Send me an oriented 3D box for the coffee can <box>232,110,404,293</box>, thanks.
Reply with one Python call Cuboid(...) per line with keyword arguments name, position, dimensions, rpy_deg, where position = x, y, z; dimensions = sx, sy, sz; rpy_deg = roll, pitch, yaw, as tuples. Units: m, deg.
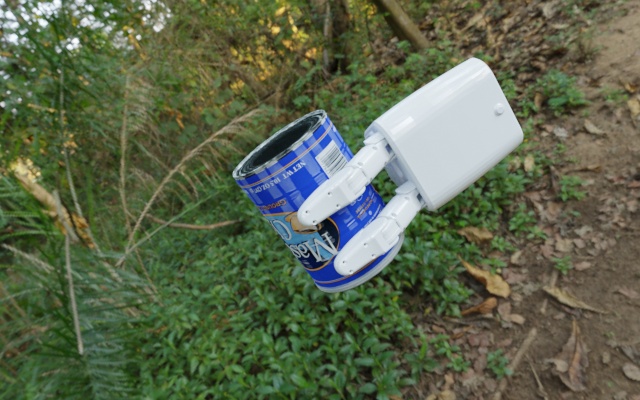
Cuboid(name="coffee can", position=(0.000, 0.002, 0.453), dimensions=(0.103, 0.140, 0.102), rpy_deg=(-31, 19, 12))
